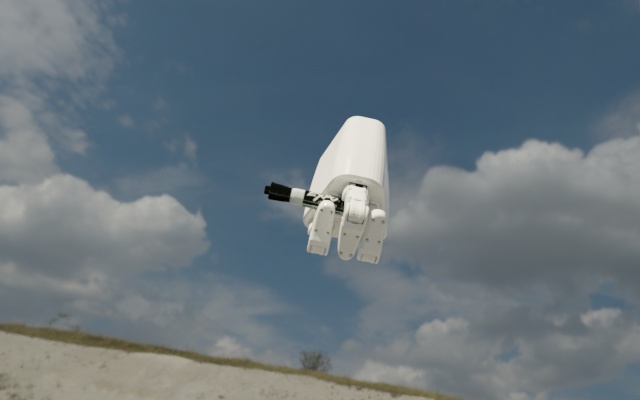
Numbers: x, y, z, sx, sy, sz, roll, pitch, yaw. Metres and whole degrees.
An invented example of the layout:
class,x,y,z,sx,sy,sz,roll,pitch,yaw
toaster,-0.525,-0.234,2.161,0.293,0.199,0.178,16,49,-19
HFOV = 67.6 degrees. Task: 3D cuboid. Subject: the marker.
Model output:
class,x,y,z,sx,sy,sz,roll,pitch,yaw
marker,0.000,0.002,0.506,0.121,0.020,0.020,13,0,-1
